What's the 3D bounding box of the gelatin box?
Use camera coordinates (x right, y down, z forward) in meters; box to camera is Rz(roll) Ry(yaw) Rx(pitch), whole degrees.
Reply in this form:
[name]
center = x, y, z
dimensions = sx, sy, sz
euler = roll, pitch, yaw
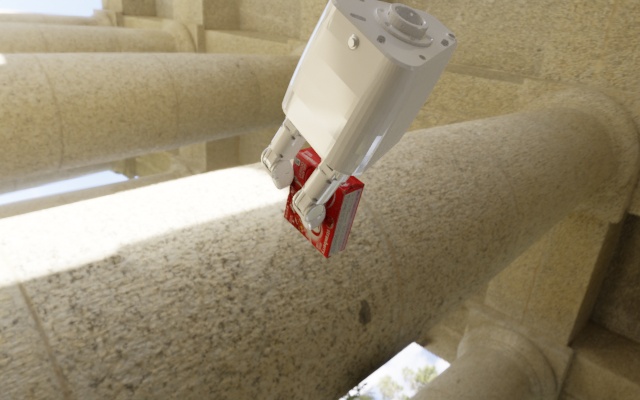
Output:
[gelatin box]
center = 0.000, 0.002, 0.481
dimensions = 0.030, 0.089, 0.073
euler = -23, 50, -37
